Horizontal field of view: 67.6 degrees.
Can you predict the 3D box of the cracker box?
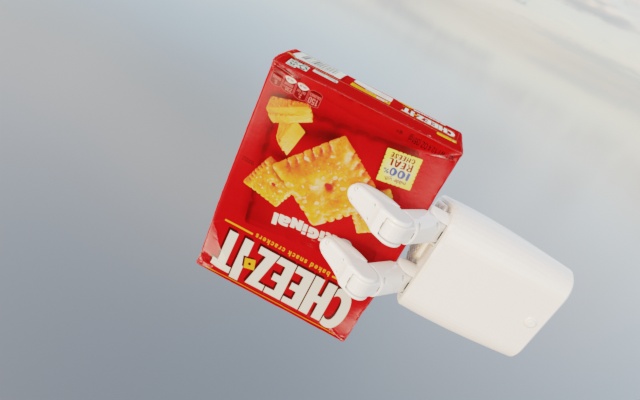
[{"bbox_3d":[0.000,0.001,0.427,0.164,0.214,0.072,28,26,3],"label":"cracker box"}]
